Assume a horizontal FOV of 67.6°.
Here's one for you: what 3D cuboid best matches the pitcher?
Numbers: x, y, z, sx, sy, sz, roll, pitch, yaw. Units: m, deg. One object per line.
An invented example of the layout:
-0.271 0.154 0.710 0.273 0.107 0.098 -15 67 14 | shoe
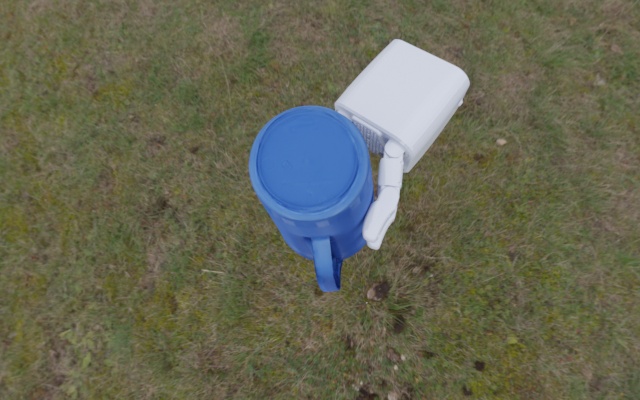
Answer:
0.000 0.002 0.527 0.149 0.145 0.243 41 -6 12 | pitcher
